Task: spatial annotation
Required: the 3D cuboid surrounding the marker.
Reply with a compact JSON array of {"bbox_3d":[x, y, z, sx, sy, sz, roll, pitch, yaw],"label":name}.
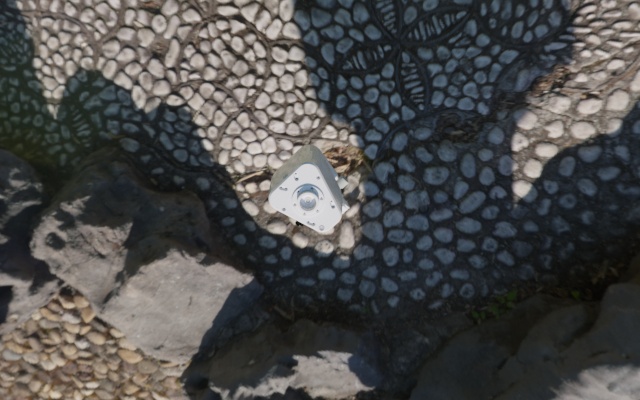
[{"bbox_3d":[0.000,0.003,0.844,0.121,0.020,0.020,-43,-12,13],"label":"marker"}]
